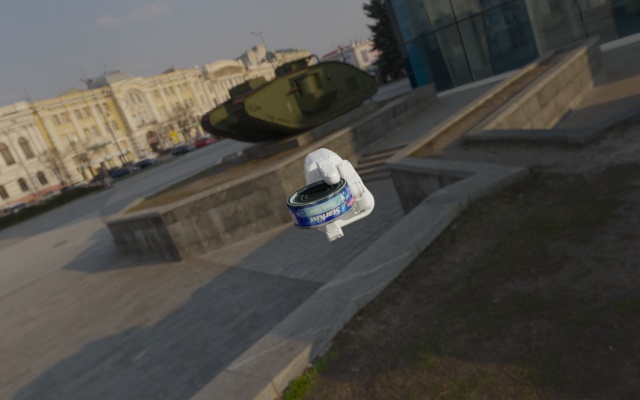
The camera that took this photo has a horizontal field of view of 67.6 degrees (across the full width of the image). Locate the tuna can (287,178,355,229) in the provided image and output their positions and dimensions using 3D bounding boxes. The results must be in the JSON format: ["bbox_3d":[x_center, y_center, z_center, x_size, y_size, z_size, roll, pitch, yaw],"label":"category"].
[{"bbox_3d":[0.000,0.002,0.624,0.086,0.034,0.086,-19,18,7],"label":"tuna can"}]
